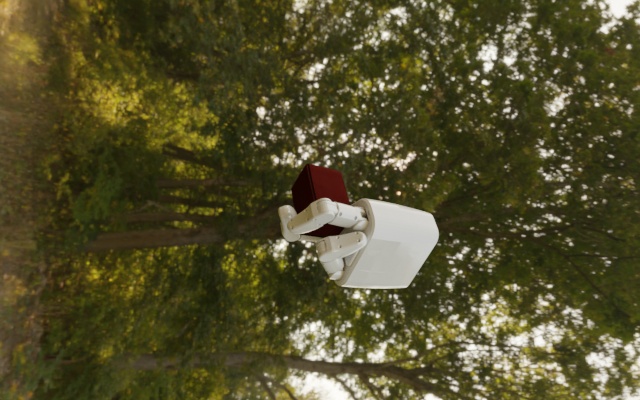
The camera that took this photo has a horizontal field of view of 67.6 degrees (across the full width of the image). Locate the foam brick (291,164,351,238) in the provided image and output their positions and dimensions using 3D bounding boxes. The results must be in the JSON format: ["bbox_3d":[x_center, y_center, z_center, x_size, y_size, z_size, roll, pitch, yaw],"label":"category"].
[{"bbox_3d":[0.000,0.002,0.608,0.051,0.078,0.053,9,-41,-27],"label":"foam brick"}]
